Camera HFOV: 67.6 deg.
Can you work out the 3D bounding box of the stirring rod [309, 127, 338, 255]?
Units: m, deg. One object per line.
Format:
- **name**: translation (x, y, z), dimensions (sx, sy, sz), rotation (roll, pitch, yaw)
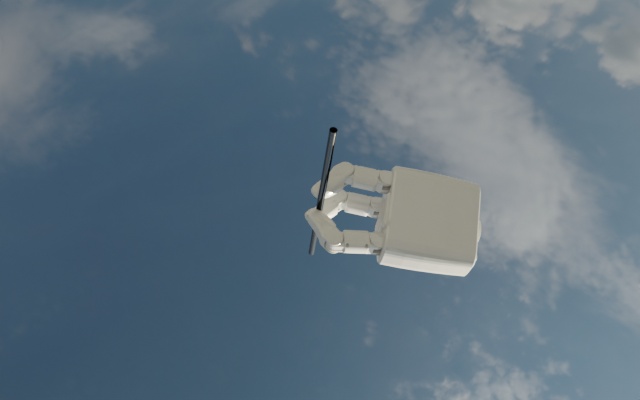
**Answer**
- **stirring rod**: translation (0.000, 0.002, 0.555), dimensions (0.011, 0.011, 0.240), rotation (0, -35, -7)
